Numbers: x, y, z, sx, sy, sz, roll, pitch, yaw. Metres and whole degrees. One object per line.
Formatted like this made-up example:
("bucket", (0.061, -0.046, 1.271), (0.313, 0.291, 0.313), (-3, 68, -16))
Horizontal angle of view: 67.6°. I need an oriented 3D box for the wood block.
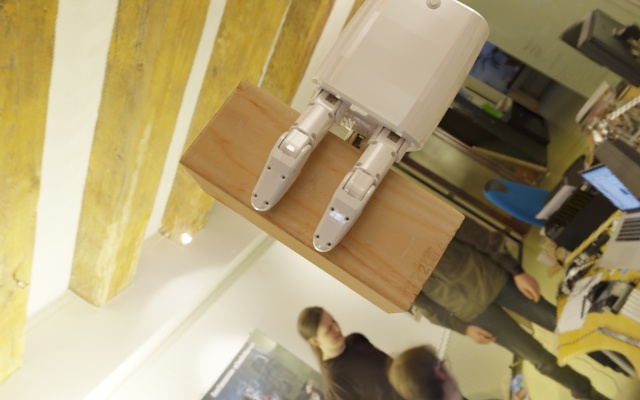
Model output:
("wood block", (0.000, 0.001, 0.406), (0.206, 0.090, 0.091), (33, -11, 7))
